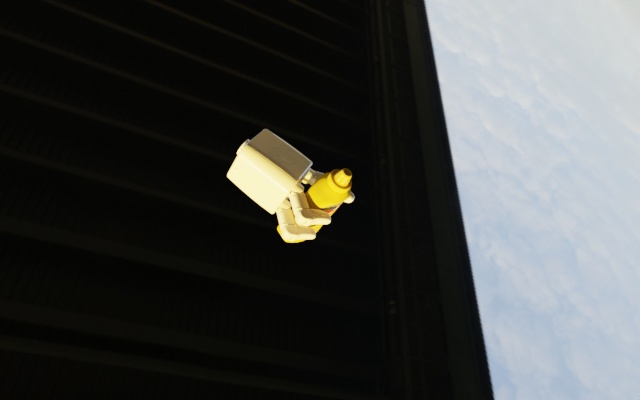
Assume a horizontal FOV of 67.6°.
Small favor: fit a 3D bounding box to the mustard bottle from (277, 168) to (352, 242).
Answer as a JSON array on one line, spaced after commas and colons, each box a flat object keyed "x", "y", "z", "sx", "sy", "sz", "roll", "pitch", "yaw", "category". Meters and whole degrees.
[{"x": 0.000, "y": 0.003, "z": 0.837, "sx": 0.096, "sy": 0.058, "sz": 0.192, "roll": -22, "pitch": -18, "yaw": -39, "category": "mustard bottle"}]
